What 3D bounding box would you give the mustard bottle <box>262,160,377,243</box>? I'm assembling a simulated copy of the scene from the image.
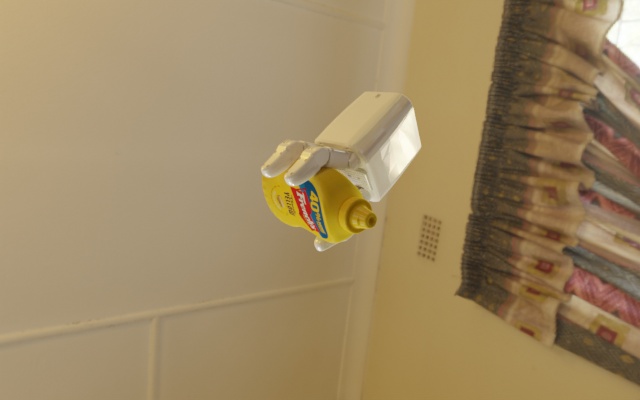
[{"bbox_3d":[0.000,0.002,0.591,0.058,0.096,0.191,-26,26,-29],"label":"mustard bottle"}]
